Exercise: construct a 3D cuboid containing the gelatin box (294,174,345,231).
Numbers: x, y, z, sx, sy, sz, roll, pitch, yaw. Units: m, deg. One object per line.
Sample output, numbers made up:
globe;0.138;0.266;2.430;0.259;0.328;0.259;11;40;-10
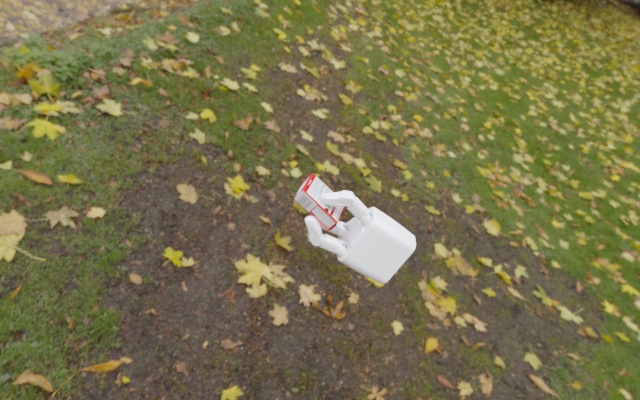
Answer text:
gelatin box;0.000;0.002;0.869;0.030;0.089;0.073;-41;11;30
